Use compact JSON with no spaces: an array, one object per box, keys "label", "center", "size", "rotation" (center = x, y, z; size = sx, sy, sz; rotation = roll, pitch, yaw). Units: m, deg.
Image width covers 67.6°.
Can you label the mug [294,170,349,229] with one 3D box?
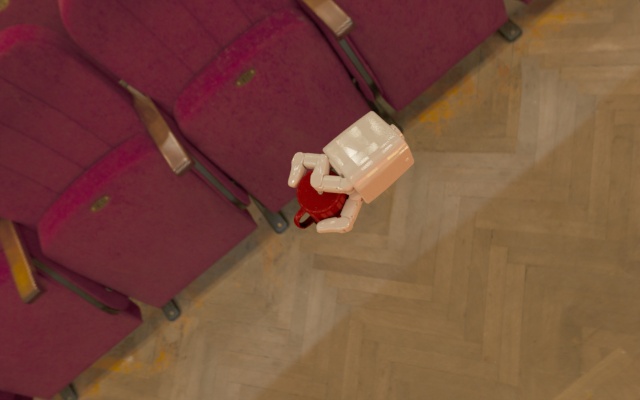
[{"label":"mug","center":[-0.001,0.004,0.821],"size":[0.117,0.093,0.081],"rotation":[-41,-26,3]}]
